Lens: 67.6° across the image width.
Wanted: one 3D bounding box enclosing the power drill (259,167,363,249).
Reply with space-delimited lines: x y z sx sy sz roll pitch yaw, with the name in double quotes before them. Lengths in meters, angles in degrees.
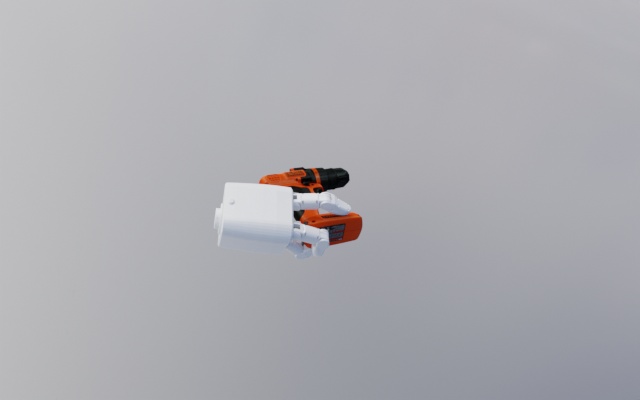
"power drill" 0.000 0.003 0.861 0.184 0.057 0.187 -10 36 -23
